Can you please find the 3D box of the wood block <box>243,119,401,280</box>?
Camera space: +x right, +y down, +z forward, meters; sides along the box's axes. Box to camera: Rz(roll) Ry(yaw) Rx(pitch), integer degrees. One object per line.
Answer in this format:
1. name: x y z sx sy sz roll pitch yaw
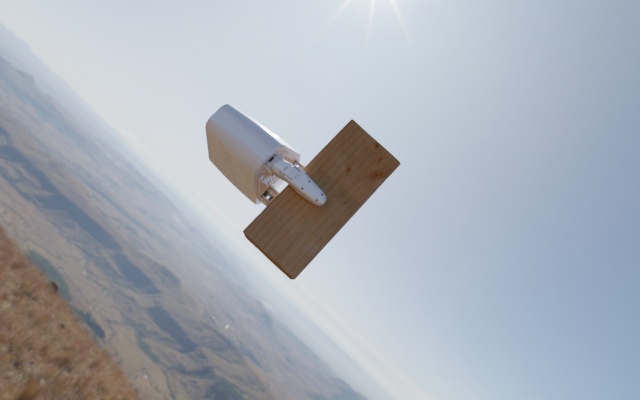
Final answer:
1. wood block: 0.000 0.002 0.649 0.090 0.206 0.091 43 -11 2
